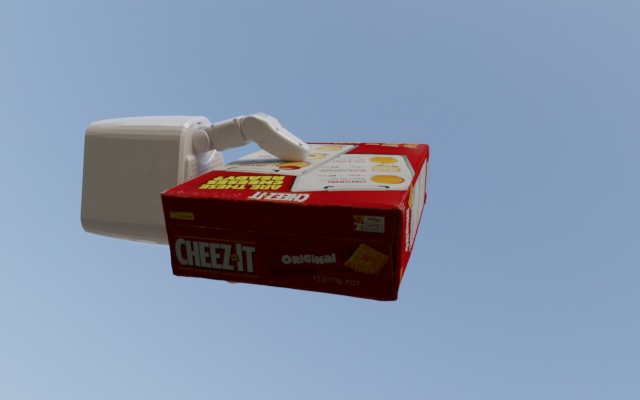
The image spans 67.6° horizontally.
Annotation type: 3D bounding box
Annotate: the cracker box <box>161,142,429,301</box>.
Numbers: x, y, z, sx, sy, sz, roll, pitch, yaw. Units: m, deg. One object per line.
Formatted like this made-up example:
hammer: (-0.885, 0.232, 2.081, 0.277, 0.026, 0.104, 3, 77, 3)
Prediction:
cracker box: (0.000, 0.001, 0.403, 0.164, 0.072, 0.213, 3, 17, 16)
